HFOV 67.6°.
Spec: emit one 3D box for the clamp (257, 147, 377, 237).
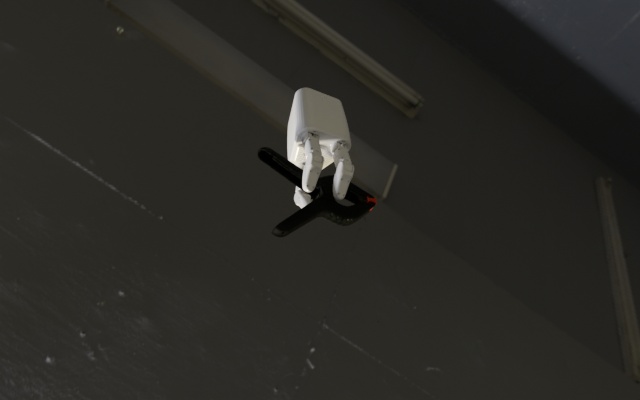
[{"bbox_3d":[0.000,0.003,0.760,0.210,0.164,0.036,14,-42,-26],"label":"clamp"}]
